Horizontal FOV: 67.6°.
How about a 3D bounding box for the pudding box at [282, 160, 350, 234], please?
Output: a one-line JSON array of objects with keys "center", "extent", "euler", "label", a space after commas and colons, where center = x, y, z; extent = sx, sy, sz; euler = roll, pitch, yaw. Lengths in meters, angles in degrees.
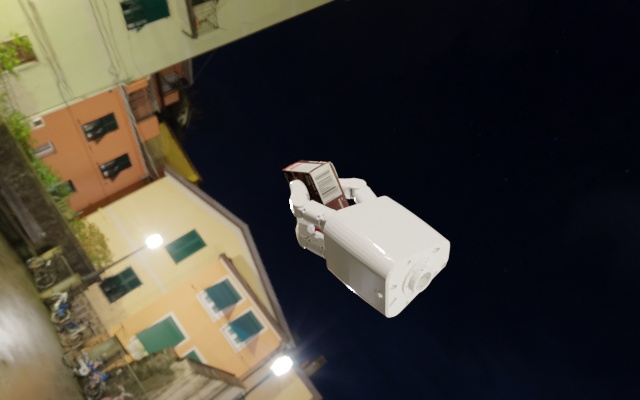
[{"center": [0.000, 0.002, 0.654], "extent": [0.039, 0.113, 0.090], "euler": [-29, 18, -23], "label": "pudding box"}]
